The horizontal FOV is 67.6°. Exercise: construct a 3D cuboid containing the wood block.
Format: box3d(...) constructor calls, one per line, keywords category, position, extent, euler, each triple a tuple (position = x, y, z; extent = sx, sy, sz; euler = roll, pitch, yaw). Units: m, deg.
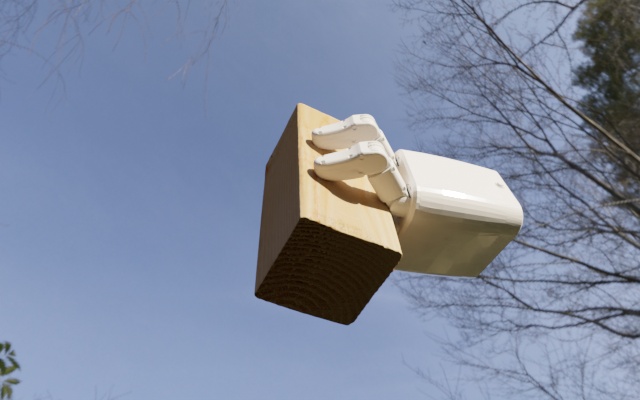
box3d(category="wood block", position=(0.000, 0.002, 0.454), extent=(0.090, 0.091, 0.206), euler=(21, 30, -16))
